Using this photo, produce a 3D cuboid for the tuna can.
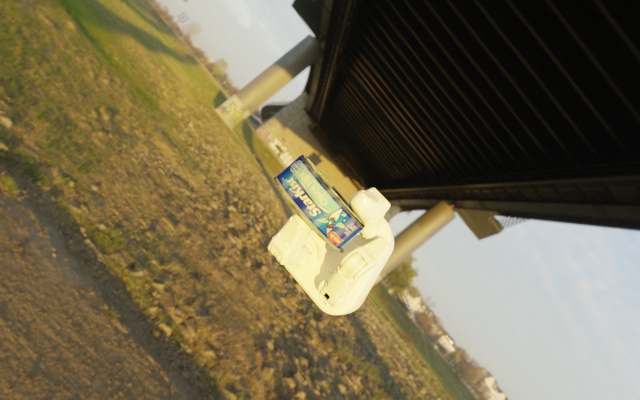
[{"bbox_3d":[0.000,0.001,0.417,0.034,0.086,0.086,-41,-4,4],"label":"tuna can"}]
